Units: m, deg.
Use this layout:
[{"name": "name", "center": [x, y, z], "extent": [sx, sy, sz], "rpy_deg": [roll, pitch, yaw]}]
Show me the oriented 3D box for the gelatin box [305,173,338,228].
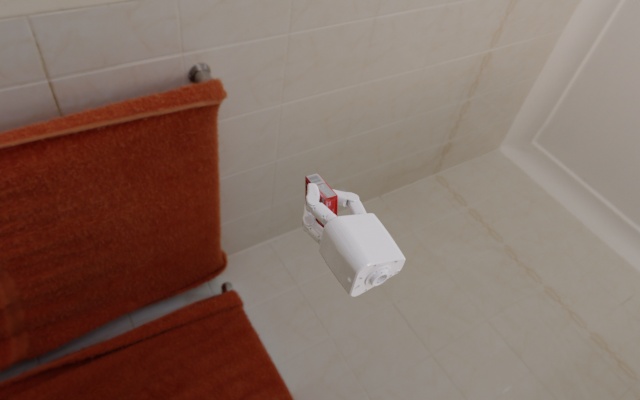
[{"name": "gelatin box", "center": [0.000, 0.003, 0.896], "extent": [0.030, 0.073, 0.089], "rpy_deg": [-15, 38, -21]}]
